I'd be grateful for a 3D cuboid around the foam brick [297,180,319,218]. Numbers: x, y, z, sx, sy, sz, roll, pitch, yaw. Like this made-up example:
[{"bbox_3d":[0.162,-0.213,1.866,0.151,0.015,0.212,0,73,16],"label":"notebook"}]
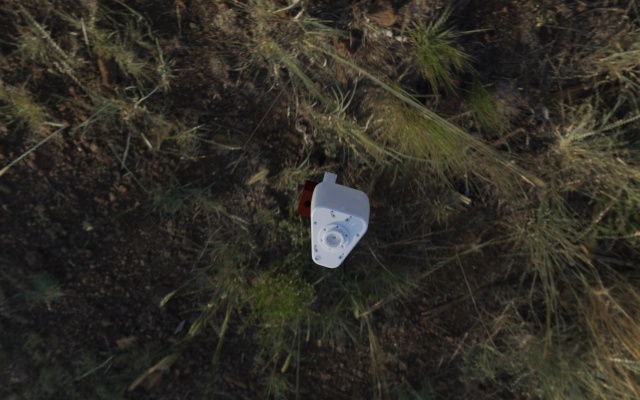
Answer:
[{"bbox_3d":[0.000,0.003,0.882,0.078,0.053,0.051,16,24,-2],"label":"foam brick"}]
